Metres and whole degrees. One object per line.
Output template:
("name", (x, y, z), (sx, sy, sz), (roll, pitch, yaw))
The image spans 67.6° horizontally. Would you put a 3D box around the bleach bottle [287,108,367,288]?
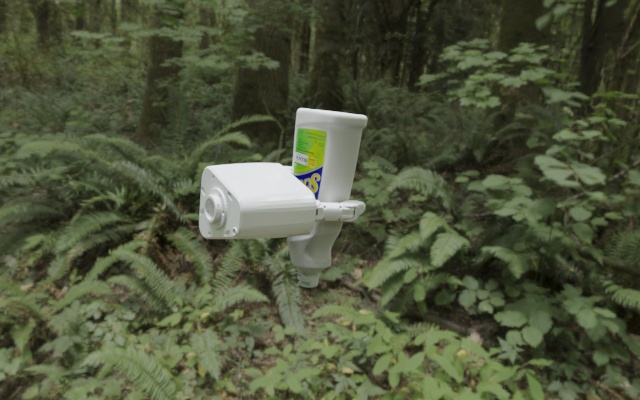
("bleach bottle", (0.000, 0.002, 0.668), (0.068, 0.251, 0.102), (-3, 15, -39))
